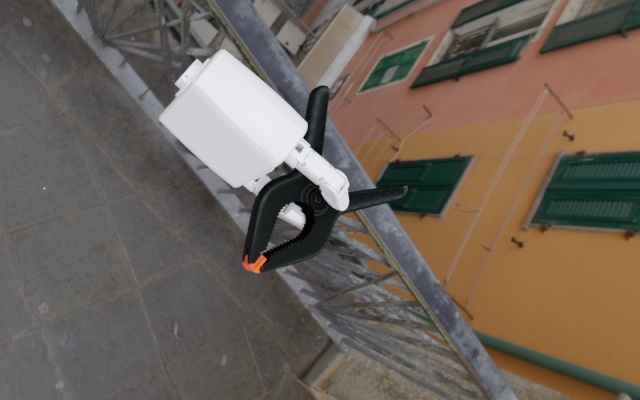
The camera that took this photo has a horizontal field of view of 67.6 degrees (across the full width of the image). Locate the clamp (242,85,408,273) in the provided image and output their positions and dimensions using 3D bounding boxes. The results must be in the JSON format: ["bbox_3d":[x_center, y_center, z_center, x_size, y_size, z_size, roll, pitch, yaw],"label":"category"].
[{"bbox_3d":[0.000,0.002,0.522,0.164,0.210,0.036,41,-18,-19],"label":"clamp"}]
